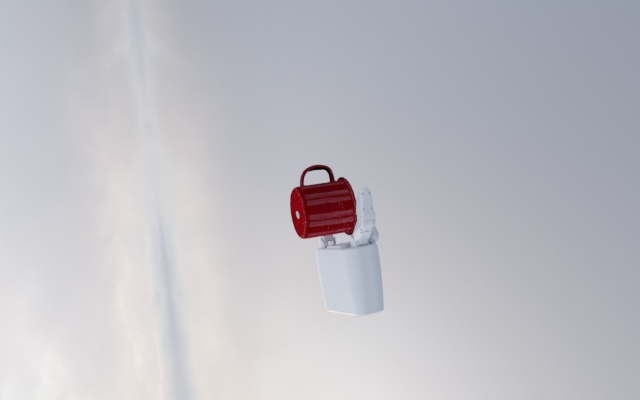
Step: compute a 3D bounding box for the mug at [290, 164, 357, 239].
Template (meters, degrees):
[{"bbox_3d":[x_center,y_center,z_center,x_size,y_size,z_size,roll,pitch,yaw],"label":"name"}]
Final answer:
[{"bbox_3d":[0.000,0.001,0.738,0.081,0.117,0.093,-8,-1,-19],"label":"mug"}]
